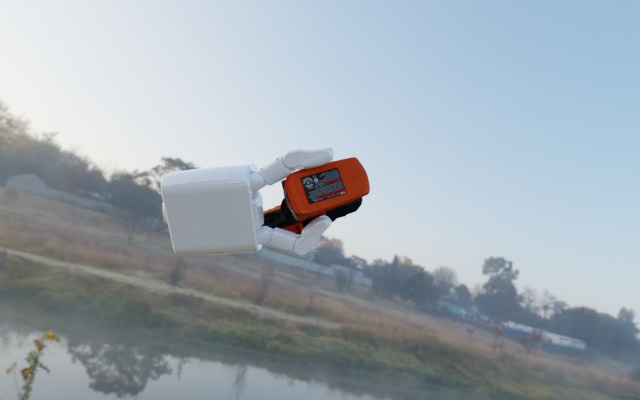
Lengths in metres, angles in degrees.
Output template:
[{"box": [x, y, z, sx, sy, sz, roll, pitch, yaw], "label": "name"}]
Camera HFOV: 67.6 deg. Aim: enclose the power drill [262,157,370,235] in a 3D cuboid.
[{"box": [0.000, 0.002, 0.662, 0.184, 0.057, 0.188, -19, -11, -21], "label": "power drill"}]
